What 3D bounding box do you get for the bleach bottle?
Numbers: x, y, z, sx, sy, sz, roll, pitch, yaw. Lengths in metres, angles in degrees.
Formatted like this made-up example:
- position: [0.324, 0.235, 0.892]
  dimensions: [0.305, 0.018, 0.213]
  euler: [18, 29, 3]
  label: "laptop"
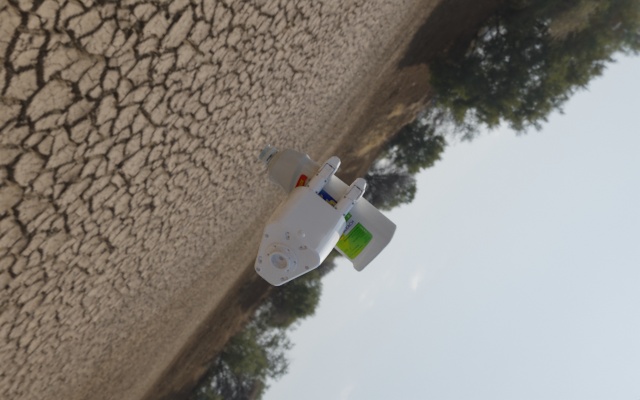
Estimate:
- position: [0.000, 0.003, 0.790]
  dimensions: [0.251, 0.103, 0.068]
  euler: [39, 34, -1]
  label: "bleach bottle"
